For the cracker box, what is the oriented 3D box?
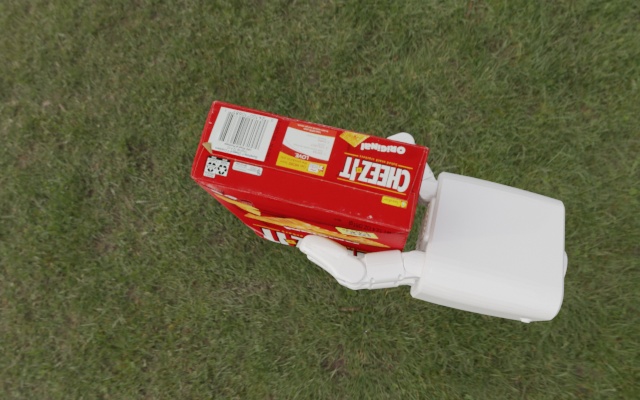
[{"bbox_3d":[0.000,0.001,0.433,0.164,0.072,0.214,14,-14,9],"label":"cracker box"}]
